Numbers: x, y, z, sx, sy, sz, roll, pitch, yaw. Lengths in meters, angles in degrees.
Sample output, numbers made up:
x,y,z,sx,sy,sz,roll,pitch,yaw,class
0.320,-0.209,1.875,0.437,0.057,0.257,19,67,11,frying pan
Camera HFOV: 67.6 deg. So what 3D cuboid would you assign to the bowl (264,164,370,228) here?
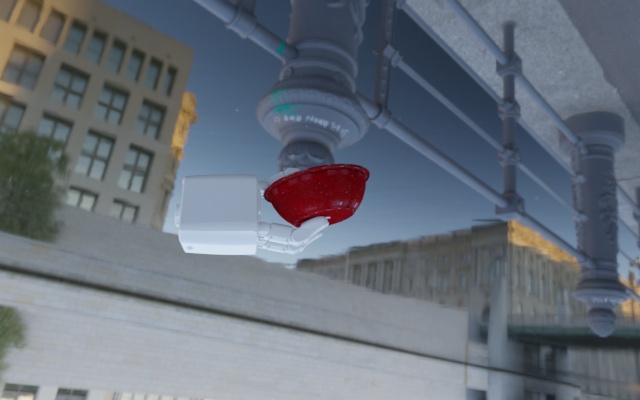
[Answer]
x,y,z,sx,sy,sz,roll,pitch,yaw,class
0.002,0.002,0.706,0.162,0.055,0.162,-12,-17,-4,bowl
